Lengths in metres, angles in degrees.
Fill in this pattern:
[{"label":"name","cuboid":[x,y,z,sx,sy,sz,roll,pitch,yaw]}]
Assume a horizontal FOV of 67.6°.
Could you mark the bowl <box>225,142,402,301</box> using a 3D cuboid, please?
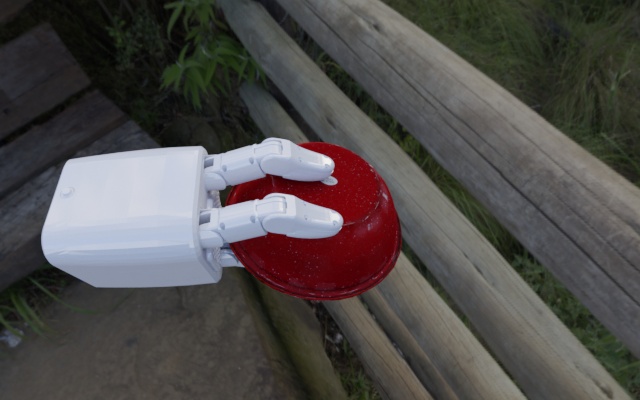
[{"label":"bowl","cuboid":[0.001,0.001,0.409,0.162,0.162,0.055,0,-39,-15]}]
